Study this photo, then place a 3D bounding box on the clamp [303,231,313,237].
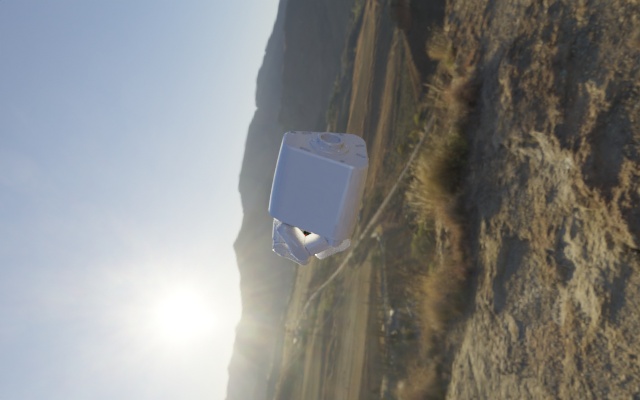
[{"bbox_3d":[-0.001,0.002,0.715,0.039,0.120,0.171,9,32,-4],"label":"clamp"}]
